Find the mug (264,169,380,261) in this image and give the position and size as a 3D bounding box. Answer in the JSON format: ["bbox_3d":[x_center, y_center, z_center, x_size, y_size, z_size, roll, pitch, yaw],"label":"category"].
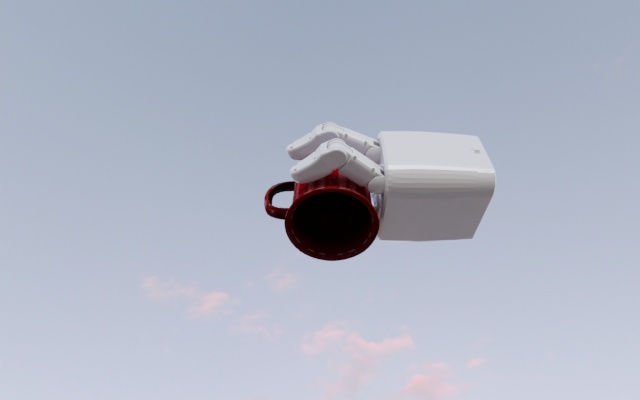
[{"bbox_3d":[-0.001,0.002,0.499,0.117,0.093,0.081,1,36,1],"label":"mug"}]
